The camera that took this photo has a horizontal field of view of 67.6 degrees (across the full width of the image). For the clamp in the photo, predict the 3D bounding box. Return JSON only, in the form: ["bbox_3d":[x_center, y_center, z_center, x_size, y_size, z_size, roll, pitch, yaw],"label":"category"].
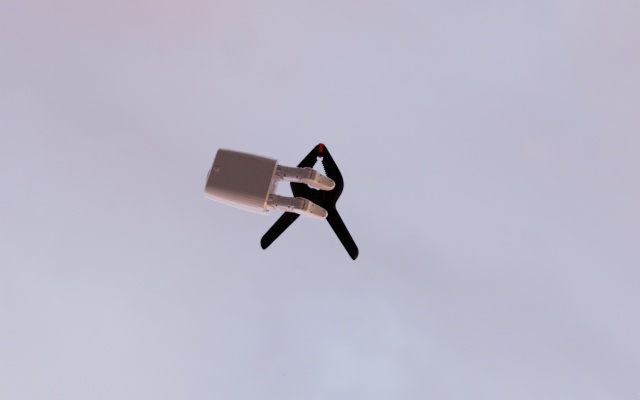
[{"bbox_3d":[0.000,0.002,0.825,0.164,0.210,0.036,14,-20,-1],"label":"clamp"}]
